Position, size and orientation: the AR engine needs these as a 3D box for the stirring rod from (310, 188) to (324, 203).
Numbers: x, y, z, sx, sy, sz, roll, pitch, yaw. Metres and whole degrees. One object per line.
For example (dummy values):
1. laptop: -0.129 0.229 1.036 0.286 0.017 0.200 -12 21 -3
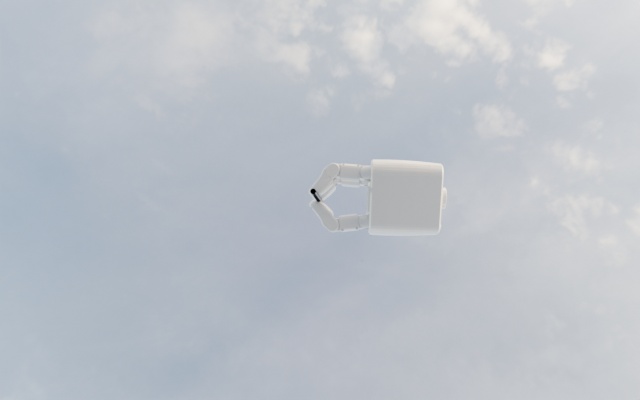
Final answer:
1. stirring rod: 0.000 0.003 0.767 0.011 0.011 0.239 0 -7 5
